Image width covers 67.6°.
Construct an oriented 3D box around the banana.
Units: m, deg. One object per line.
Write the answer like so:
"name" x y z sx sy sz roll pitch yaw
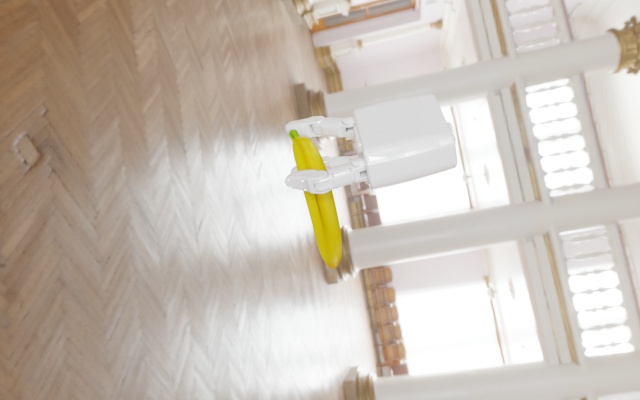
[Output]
"banana" 0.000 0.001 0.623 0.037 0.198 0.069 -15 8 0
